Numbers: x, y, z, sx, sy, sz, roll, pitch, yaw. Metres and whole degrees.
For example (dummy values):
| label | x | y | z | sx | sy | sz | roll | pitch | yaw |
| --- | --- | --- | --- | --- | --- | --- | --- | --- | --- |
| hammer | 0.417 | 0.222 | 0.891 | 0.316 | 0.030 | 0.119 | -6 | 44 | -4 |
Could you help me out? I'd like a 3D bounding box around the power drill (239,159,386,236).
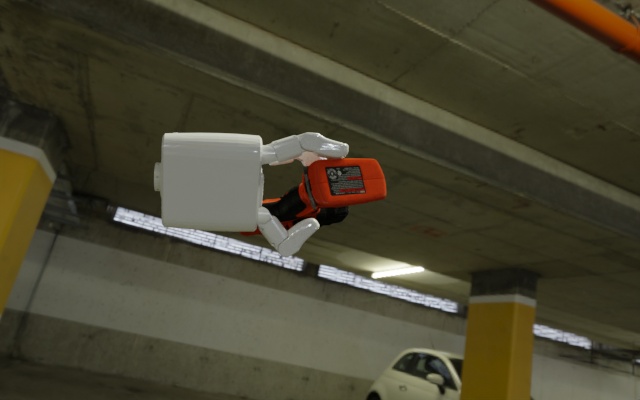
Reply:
| label | x | y | z | sx | sy | sz | roll | pitch | yaw |
| --- | --- | --- | --- | --- | --- | --- | --- | --- | --- |
| power drill | 0.000 | 0.002 | 0.633 | 0.184 | 0.057 | 0.188 | -7 | -14 | -35 |
